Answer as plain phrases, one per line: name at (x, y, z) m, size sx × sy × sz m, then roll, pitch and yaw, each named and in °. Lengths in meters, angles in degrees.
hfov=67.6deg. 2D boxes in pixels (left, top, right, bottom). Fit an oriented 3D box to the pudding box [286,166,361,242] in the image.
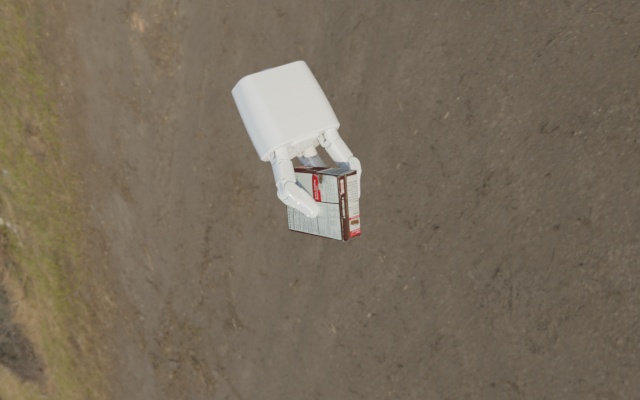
pudding box at (0.000, 0.002, 0.647) m, size 0.039 × 0.090 × 0.113 m, roll -17°, pitch 17°, yaw -40°
